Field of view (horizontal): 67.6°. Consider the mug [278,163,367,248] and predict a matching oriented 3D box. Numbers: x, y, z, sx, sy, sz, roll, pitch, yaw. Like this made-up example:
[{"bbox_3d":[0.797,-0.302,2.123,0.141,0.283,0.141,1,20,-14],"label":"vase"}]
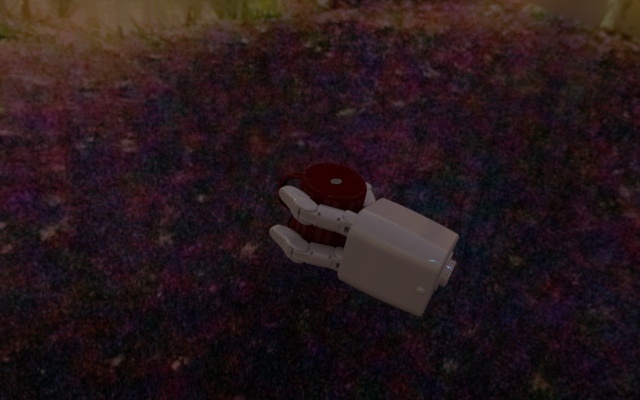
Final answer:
[{"bbox_3d":[-0.001,0.001,0.599,0.117,0.081,0.093,25,35,17],"label":"mug"}]
